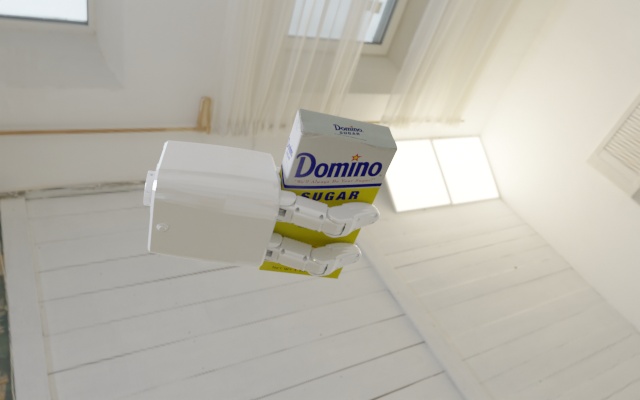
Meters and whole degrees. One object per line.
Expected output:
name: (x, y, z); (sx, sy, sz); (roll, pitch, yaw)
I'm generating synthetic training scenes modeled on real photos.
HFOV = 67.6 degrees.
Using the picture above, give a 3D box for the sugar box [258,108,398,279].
sugar box: (0.000, 0.002, 0.477); (0.093, 0.176, 0.048); (8, 40, -16)
